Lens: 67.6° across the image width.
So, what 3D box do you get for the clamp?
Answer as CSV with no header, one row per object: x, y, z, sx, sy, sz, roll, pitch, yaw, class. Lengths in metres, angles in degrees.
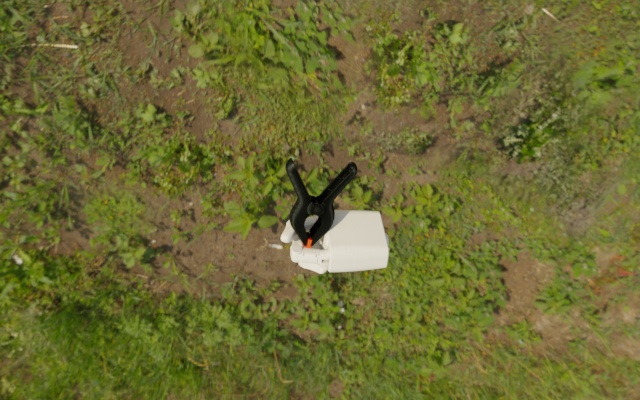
0.000,0.003,0.811,0.120,0.172,0.039,-2,34,-8,clamp
